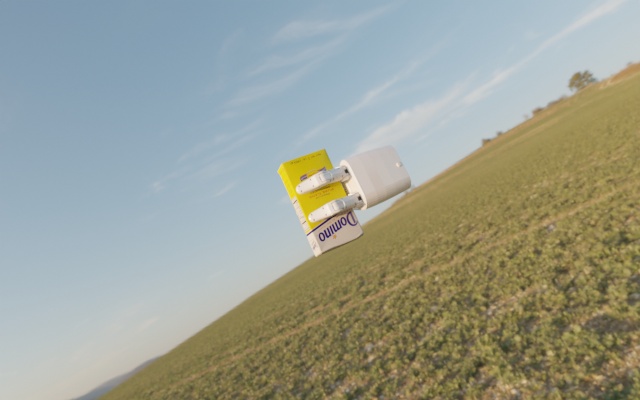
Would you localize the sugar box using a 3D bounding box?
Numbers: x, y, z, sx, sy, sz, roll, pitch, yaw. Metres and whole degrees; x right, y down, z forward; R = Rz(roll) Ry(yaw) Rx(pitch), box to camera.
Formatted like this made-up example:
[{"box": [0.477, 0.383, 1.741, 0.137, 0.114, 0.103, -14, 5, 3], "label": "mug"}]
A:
[{"box": [0.000, 0.003, 0.866, 0.093, 0.176, 0.048, -22, -11, -21], "label": "sugar box"}]
